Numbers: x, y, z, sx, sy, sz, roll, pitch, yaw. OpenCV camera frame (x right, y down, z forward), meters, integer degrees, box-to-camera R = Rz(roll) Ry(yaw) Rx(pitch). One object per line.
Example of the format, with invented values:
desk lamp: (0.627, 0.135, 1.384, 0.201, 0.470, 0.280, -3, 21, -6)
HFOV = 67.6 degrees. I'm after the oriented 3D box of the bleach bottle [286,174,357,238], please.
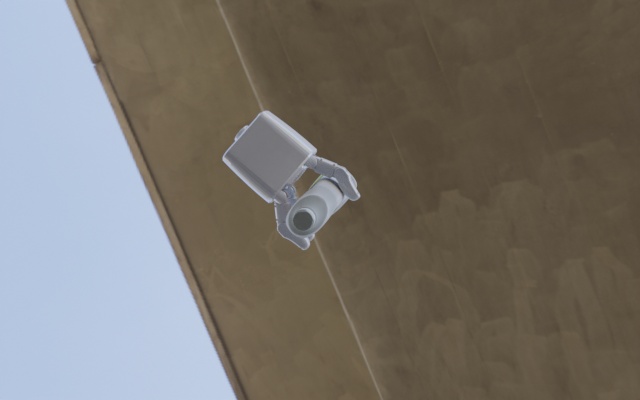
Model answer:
bleach bottle: (0.000, 0.003, 0.777, 0.068, 0.102, 0.251, 42, 12, 1)
